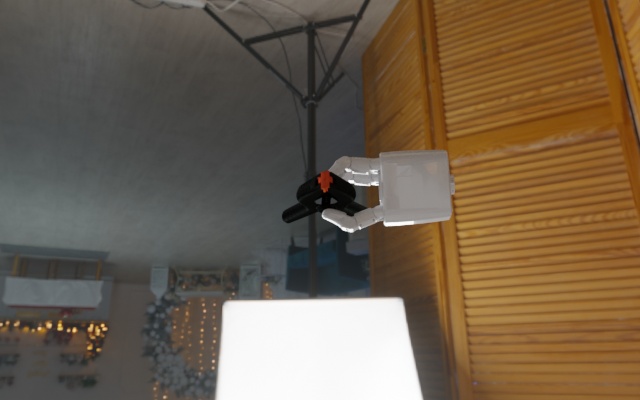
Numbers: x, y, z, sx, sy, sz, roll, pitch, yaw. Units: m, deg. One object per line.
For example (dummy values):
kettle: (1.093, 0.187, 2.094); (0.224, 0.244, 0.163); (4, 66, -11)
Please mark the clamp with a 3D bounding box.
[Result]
clamp: (0.000, 0.003, 0.794); (0.164, 0.036, 0.210); (-4, -18, 7)
